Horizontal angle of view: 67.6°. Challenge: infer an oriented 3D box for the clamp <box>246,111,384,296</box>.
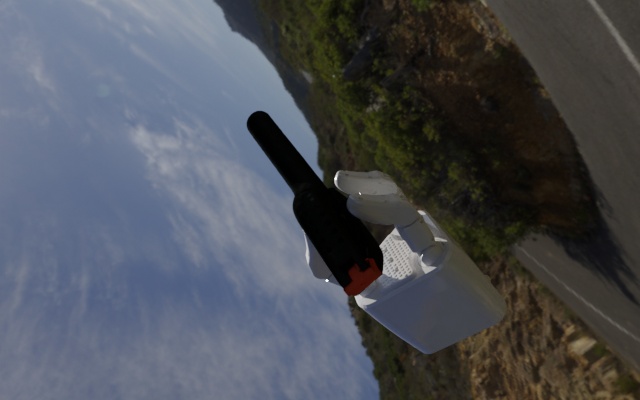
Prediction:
[{"bbox_3d":[0.000,0.002,0.424,0.164,0.036,0.210,40,14,-24],"label":"clamp"}]
